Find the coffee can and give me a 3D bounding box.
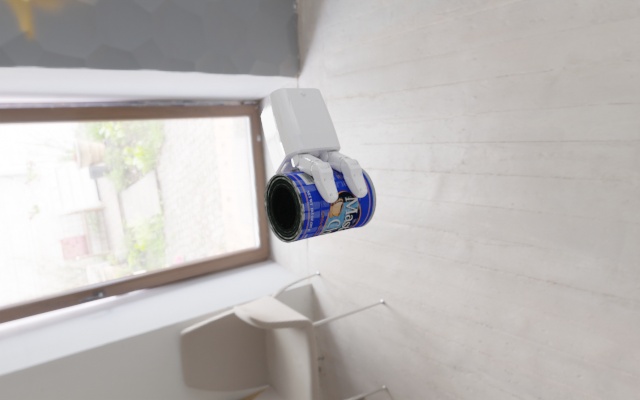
[{"bbox_3d":[0.000,0.003,0.731,0.140,0.103,0.103,-10,6,-36],"label":"coffee can"}]
